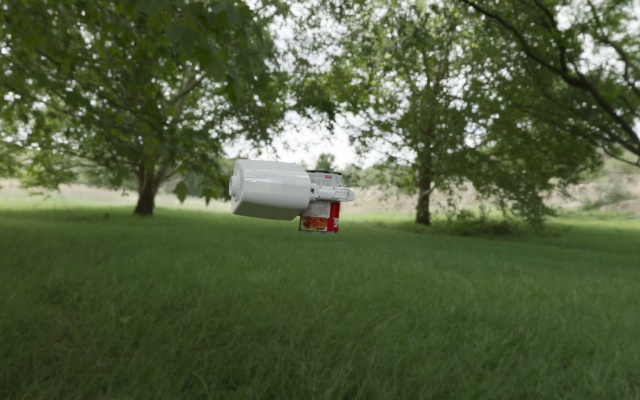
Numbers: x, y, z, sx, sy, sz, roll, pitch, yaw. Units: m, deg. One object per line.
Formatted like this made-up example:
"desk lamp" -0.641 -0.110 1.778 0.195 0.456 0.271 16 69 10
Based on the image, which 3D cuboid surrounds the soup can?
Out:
"soup can" 0.001 0.002 0.803 0.068 0.102 0.068 4 -1 0
